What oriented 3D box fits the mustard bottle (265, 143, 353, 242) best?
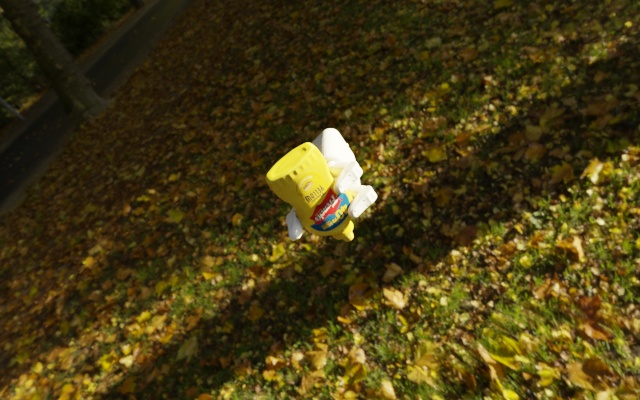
[{"bbox_3d":[0.000,0.003,0.795,0.096,0.192,0.058,-40,32,-3],"label":"mustard bottle"}]
